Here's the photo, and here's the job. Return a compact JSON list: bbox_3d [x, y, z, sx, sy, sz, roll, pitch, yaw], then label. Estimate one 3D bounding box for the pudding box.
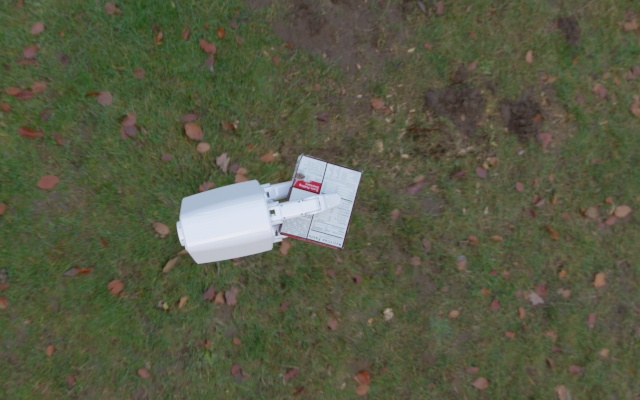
[{"bbox_3d":[0.000,0.002,0.647,0.090,0.113,0.039,16,-2,-7],"label":"pudding box"}]
